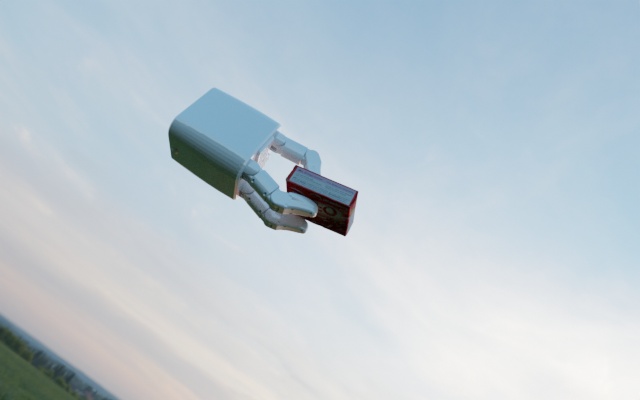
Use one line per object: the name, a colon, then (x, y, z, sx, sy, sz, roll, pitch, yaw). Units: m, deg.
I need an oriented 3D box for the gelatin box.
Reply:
gelatin box: (0.001, 0.002, 0.604, 0.089, 0.030, 0.073, 23, -31, 12)
